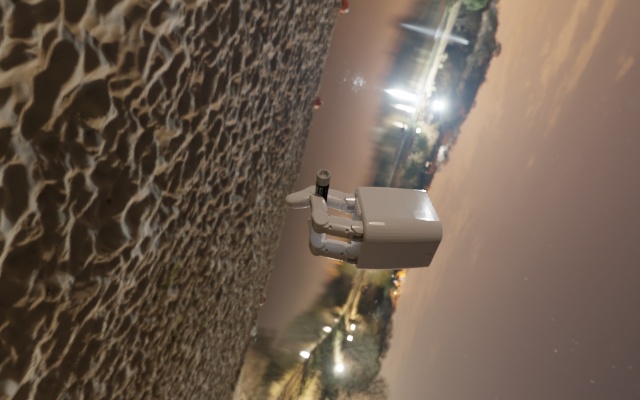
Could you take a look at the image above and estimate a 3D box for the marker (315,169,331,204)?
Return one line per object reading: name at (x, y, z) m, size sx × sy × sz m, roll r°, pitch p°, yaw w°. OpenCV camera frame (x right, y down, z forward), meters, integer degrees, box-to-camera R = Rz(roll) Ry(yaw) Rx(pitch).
marker at (0.000, 0.002, 0.685) m, size 0.020 × 0.020 × 0.121 m, roll 0°, pitch -39°, yaw -6°
